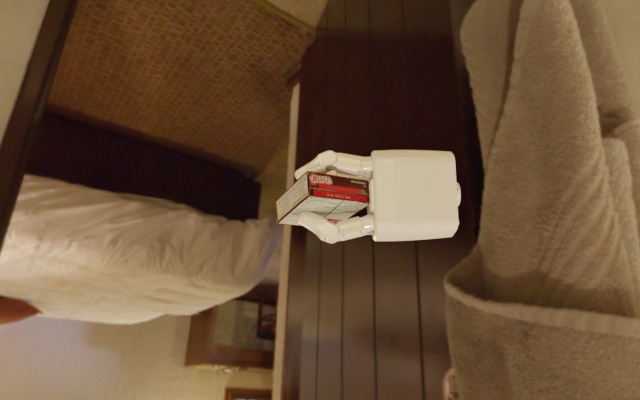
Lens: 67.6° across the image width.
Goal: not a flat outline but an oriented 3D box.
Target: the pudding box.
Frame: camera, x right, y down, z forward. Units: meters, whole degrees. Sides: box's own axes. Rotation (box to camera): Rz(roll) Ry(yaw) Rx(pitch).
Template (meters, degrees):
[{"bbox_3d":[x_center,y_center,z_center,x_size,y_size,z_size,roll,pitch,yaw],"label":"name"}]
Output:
[{"bbox_3d":[0.000,0.002,0.643,0.090,0.039,0.113,9,-26,-25],"label":"pudding box"}]
